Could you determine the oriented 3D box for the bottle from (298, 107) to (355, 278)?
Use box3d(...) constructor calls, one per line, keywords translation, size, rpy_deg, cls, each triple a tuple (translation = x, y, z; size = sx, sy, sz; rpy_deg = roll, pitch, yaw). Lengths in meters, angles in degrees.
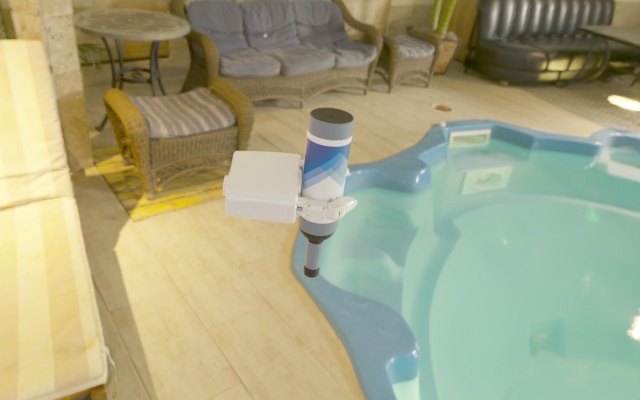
box3d(translation=(0.000, 0.002, 0.764), size=(0.069, 0.296, 0.069), rpy_deg=(6, 31, -3), cls="bottle")
